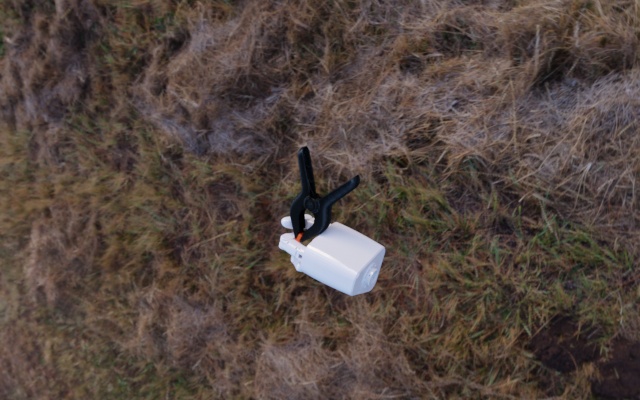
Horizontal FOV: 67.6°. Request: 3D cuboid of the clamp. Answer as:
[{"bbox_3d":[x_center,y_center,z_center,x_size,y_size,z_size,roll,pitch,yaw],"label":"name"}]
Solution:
[{"bbox_3d":[0.000,0.003,0.826,0.120,0.171,0.039,25,28,28],"label":"clamp"}]
